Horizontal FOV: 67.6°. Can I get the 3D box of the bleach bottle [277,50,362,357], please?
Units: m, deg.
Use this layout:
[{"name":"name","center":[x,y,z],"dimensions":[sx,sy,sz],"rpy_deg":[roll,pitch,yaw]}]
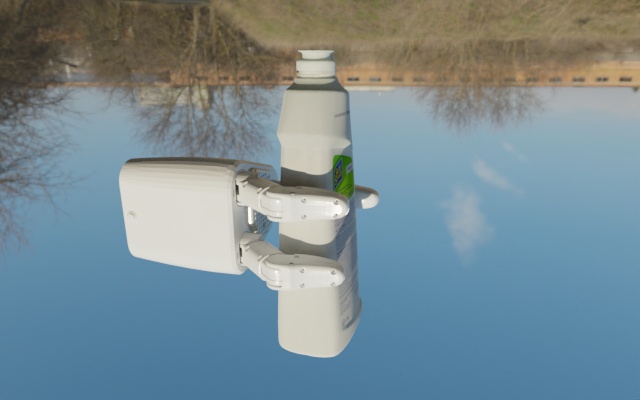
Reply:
[{"name":"bleach bottle","center":[0.000,0.001,0.412],"dimensions":[0.068,0.251,0.102],"rpy_deg":[5,18,16]}]
